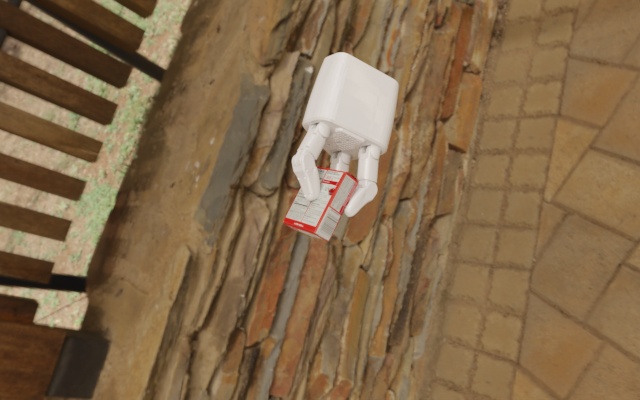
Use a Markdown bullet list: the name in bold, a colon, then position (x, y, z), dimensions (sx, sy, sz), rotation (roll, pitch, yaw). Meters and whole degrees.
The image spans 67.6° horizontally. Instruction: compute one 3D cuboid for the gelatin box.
- **gelatin box**: position (0.000, 0.002, 0.613), dimensions (0.030, 0.089, 0.073), rotation (35, -13, -36)
